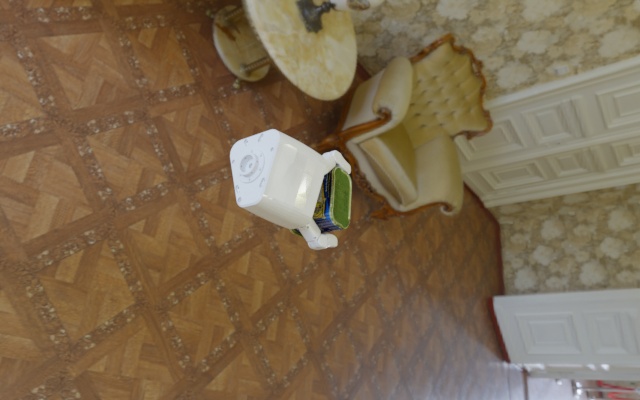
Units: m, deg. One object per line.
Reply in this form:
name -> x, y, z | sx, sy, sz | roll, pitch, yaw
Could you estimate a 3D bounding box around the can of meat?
can of meat -> 0.000, 0.003, 0.755 | 0.084, 0.102, 0.057 | -12, -27, 34
